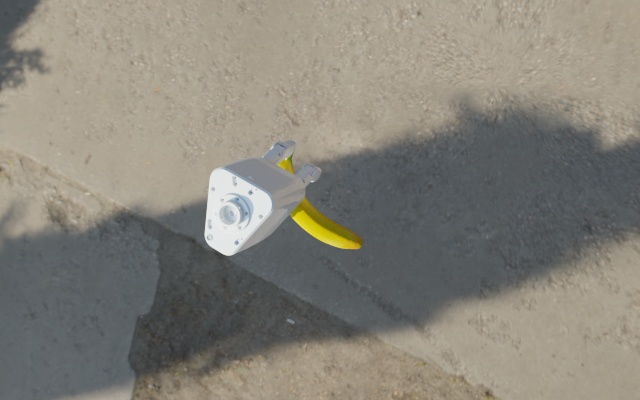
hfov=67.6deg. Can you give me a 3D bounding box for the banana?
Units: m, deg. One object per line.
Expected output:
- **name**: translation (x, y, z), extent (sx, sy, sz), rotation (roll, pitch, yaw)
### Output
- **banana**: translation (-0.016, 0.011, 0.758), extent (0.069, 0.198, 0.037), rotation (-38, -3, 18)
